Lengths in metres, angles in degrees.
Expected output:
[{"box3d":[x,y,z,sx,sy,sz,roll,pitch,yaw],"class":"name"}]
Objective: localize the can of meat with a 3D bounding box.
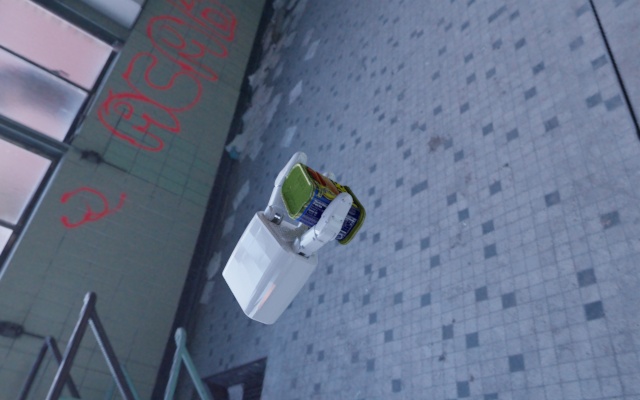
[{"box3d":[0.000,0.002,0.625,0.084,0.057,0.102,27,17,-27],"class":"can of meat"}]
